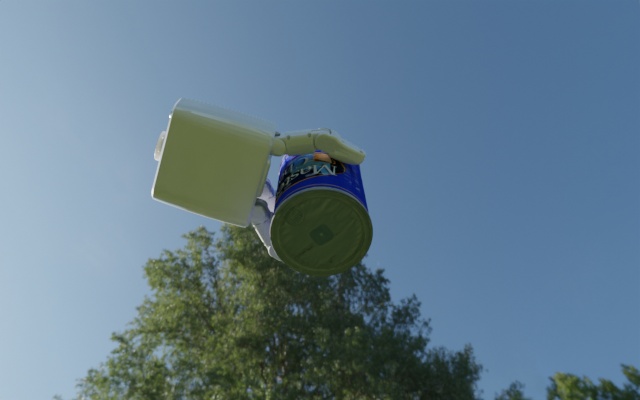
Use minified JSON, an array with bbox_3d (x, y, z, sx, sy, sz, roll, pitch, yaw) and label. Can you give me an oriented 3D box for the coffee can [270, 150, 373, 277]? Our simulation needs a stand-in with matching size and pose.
[{"bbox_3d":[0.000,0.002,0.533,0.103,0.103,0.140,0,28,-1],"label":"coffee can"}]
